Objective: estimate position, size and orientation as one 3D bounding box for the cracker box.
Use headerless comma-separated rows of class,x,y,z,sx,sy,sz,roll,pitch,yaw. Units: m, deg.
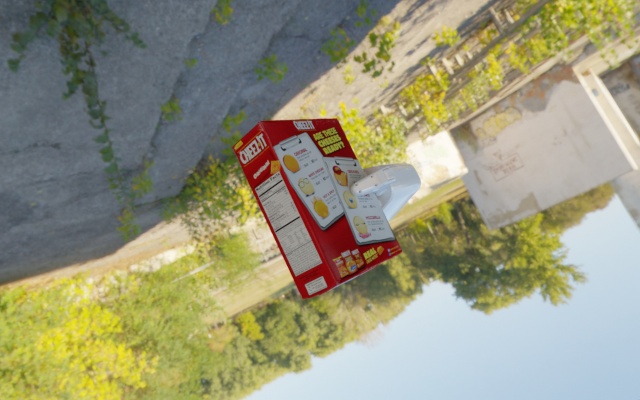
cracker box,0.000,0.002,0.625,0.072,0.213,0.164,-32,-11,36
